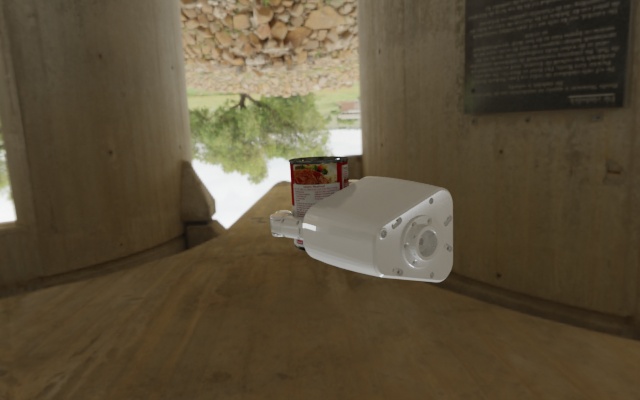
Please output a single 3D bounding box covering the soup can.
[{"bbox_3d":[0.000,0.002,0.553,0.068,0.102,0.068,-3,10,0],"label":"soup can"}]
